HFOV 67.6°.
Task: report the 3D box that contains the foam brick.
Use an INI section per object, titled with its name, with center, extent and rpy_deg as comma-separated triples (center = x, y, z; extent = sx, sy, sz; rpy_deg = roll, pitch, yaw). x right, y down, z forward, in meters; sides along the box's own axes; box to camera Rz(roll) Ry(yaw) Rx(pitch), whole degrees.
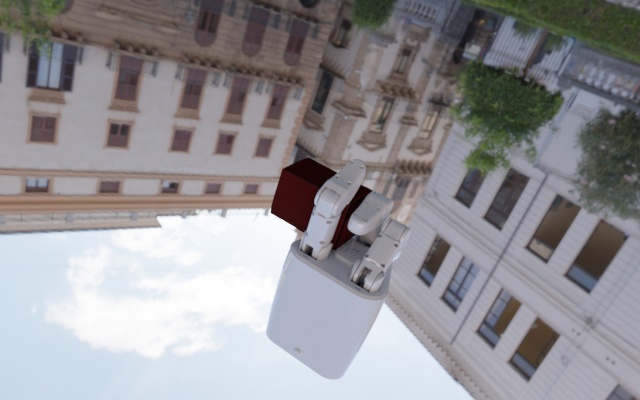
[foam brick]
center = 0.000, 0.001, 0.461
extent = 0.078, 0.051, 0.053
rpy_deg = 29, 28, 19
